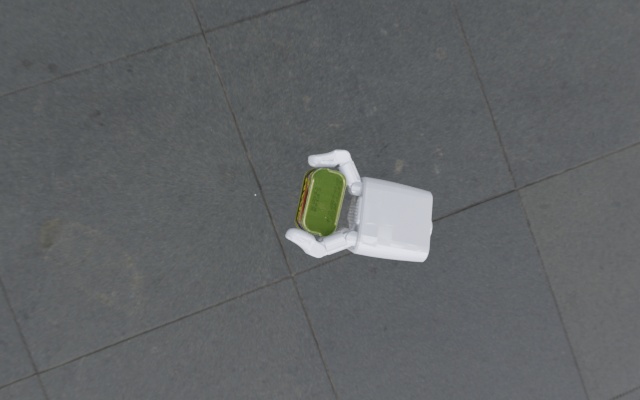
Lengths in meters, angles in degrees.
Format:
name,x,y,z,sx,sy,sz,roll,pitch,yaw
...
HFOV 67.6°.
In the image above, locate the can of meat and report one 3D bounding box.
name,x,y,z,sx,sy,sz,roll,pitch,yaw
can of meat,0.000,0.002,0.707,0.057,0.102,0.084,13,-1,-8
